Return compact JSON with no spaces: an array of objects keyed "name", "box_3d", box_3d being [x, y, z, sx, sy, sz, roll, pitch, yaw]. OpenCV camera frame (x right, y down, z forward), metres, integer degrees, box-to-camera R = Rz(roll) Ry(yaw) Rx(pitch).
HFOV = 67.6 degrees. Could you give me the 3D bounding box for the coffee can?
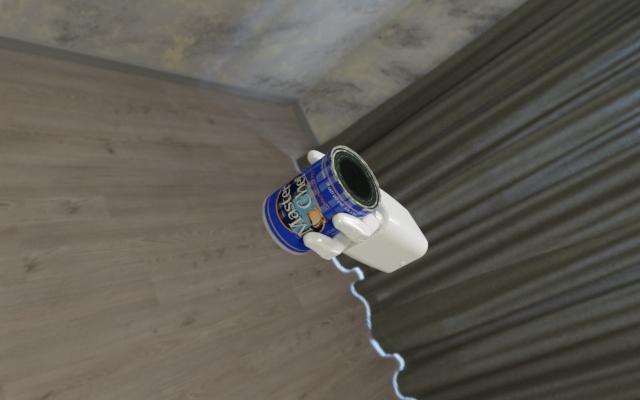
[{"name":"coffee can","box_3d":[0.000,0.002,0.679,0.140,0.102,0.103,-34,-19,31]}]
